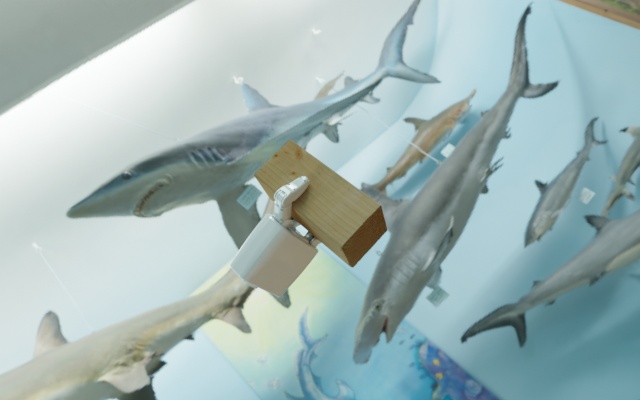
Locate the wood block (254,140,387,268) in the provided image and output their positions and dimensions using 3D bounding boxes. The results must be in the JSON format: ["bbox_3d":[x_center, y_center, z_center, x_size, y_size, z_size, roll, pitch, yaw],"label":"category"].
[{"bbox_3d":[0.000,0.003,0.782,0.206,0.090,0.091,38,-13,29],"label":"wood block"}]
